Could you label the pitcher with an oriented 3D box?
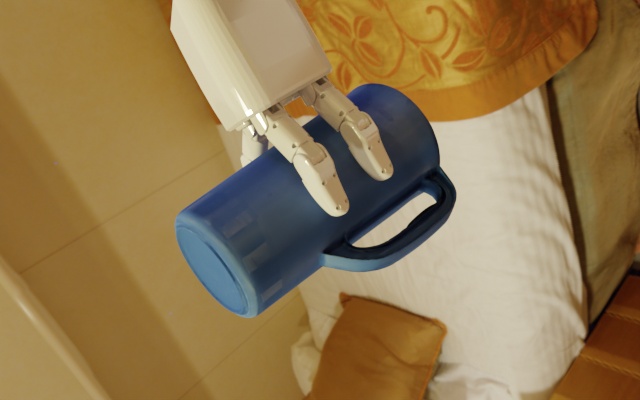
[{"bbox_3d":[0.000,0.001,0.447,0.242,0.145,0.149,-37,16,-30],"label":"pitcher"}]
